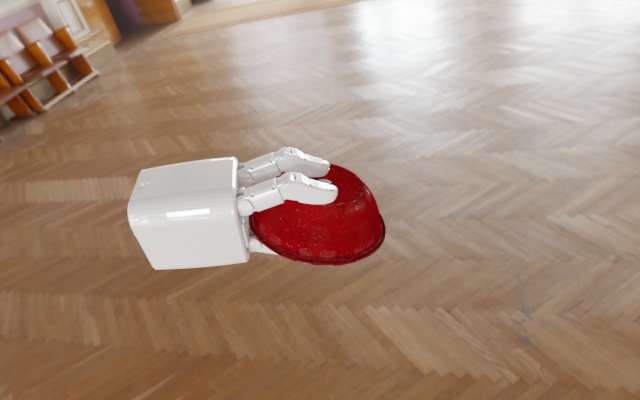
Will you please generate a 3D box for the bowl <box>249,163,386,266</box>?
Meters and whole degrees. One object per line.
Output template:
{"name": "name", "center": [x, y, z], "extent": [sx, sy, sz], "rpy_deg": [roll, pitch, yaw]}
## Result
{"name": "bowl", "center": [0.001, 0.001, 0.545], "extent": [0.162, 0.055, 0.162], "rpy_deg": [6, 33, -4]}
